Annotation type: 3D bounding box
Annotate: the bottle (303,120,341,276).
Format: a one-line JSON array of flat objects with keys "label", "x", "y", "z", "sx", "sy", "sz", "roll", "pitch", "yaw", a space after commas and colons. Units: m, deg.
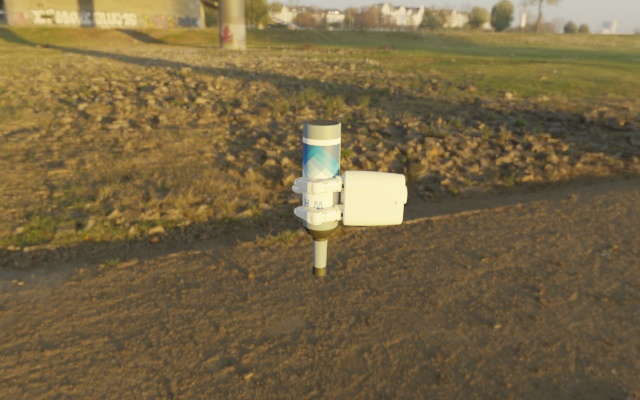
[{"label": "bottle", "x": 0.000, "y": 0.003, "z": 0.884, "sx": 0.069, "sy": 0.296, "sz": 0.069, "roll": 1, "pitch": 19, "yaw": 0}]
